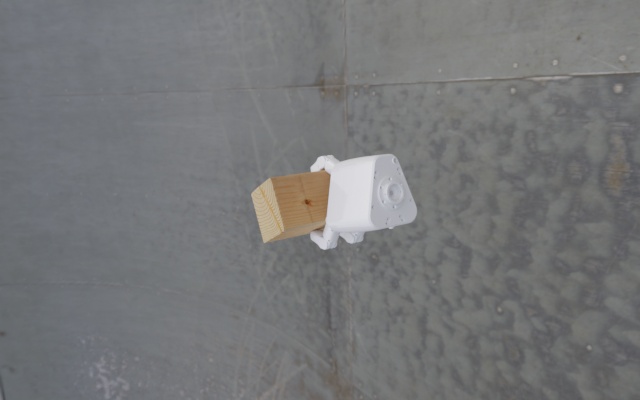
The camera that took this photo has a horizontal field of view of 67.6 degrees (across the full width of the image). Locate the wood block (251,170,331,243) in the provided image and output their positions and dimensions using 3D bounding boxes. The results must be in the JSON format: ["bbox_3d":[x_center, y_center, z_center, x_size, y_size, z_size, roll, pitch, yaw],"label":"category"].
[{"bbox_3d":[0.000,0.002,0.823,0.206,0.091,0.090,-9,-12,-31],"label":"wood block"}]
